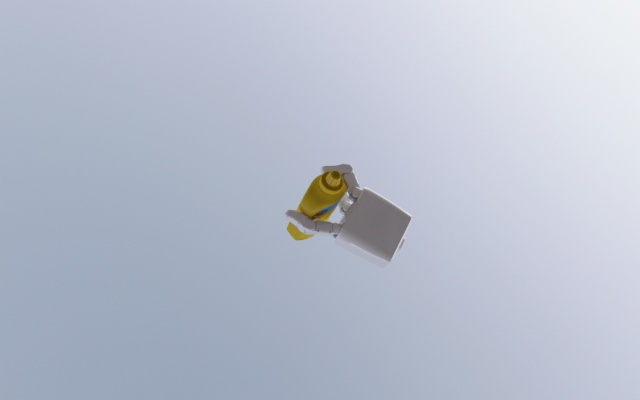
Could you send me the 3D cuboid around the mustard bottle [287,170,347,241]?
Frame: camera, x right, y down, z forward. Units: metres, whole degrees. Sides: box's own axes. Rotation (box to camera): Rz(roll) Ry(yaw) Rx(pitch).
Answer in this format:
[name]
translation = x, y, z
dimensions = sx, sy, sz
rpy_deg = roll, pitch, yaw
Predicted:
[mustard bottle]
translation = 0.000, 0.003, 0.876
dimensions = 0.096, 0.058, 0.192
rpy_deg = -32, -15, -30
